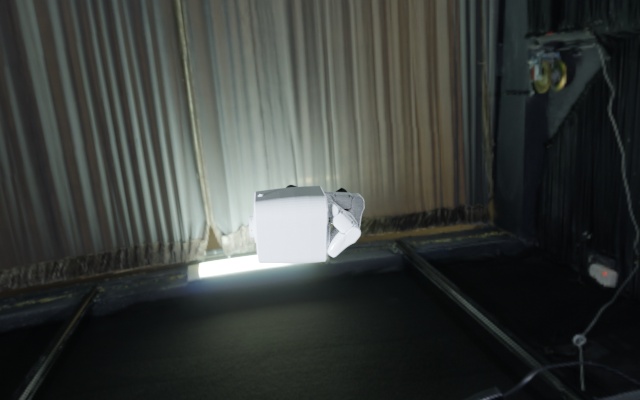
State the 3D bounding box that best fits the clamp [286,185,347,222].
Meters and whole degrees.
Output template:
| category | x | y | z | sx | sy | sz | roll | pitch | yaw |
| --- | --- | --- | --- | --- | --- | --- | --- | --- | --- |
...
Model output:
| category | x | y | z | sx | sy | sz | roll | pitch | yaw |
| --- | --- | --- | --- | --- | --- | --- | --- | --- | --- |
| clamp | 0.000 | 0.003 | 0.829 | 0.120 | 0.039 | 0.171 | 0 | 13 | -7 |
